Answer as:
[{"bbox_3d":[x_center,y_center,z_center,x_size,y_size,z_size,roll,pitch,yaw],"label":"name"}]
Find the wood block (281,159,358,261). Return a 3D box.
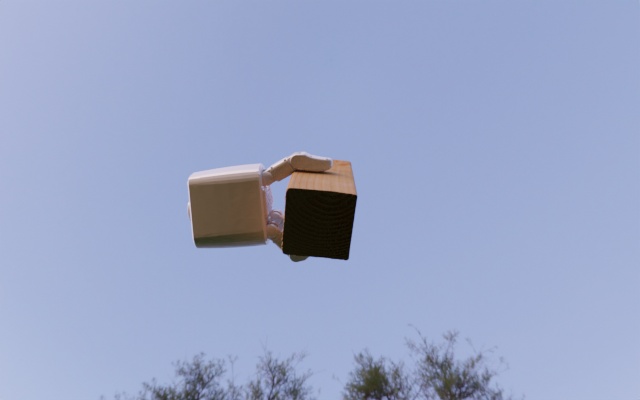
[{"bbox_3d":[0.000,0.002,0.694,0.090,0.091,0.206,6,16,-1],"label":"wood block"}]
